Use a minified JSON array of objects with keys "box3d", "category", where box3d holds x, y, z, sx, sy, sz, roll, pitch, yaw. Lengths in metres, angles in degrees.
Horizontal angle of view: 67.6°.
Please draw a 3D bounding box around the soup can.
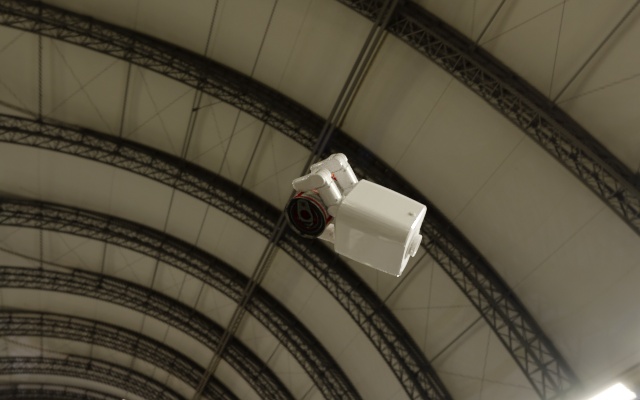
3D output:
[{"box3d":[0.000,0.002,0.725,0.068,0.068,0.102,0,28,31],"category":"soup can"}]
